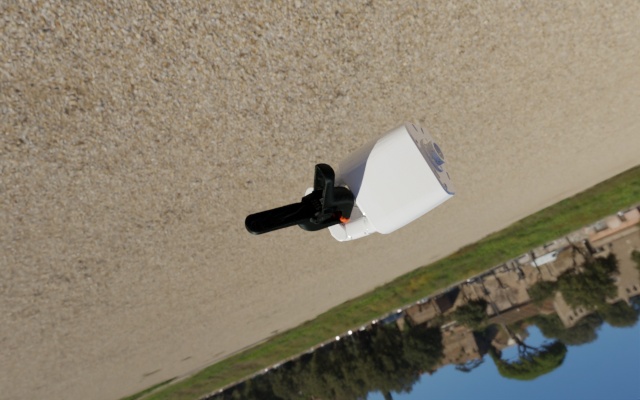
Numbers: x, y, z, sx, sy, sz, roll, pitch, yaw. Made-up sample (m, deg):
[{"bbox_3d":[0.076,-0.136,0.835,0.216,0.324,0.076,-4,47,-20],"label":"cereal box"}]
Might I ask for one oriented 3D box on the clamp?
[{"bbox_3d":[0.000,0.002,0.579,0.120,0.039,0.171,-33,-17,28],"label":"clamp"}]
